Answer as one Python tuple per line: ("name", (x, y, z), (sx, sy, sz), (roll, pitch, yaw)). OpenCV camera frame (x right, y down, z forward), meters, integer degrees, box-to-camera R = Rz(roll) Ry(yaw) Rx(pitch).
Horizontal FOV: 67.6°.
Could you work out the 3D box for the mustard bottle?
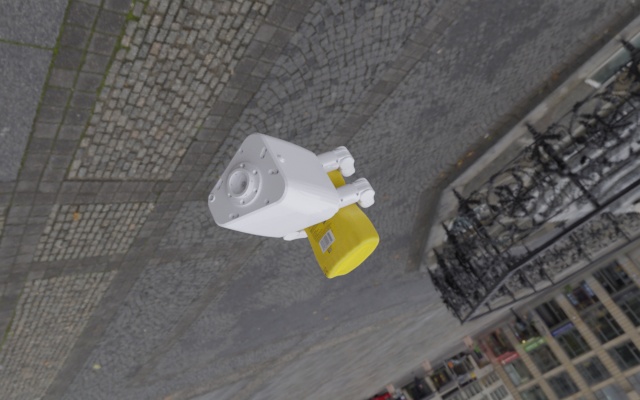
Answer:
("mustard bottle", (0.000, 0.002, 0.652), (0.058, 0.191, 0.096), (-9, -31, -38))
